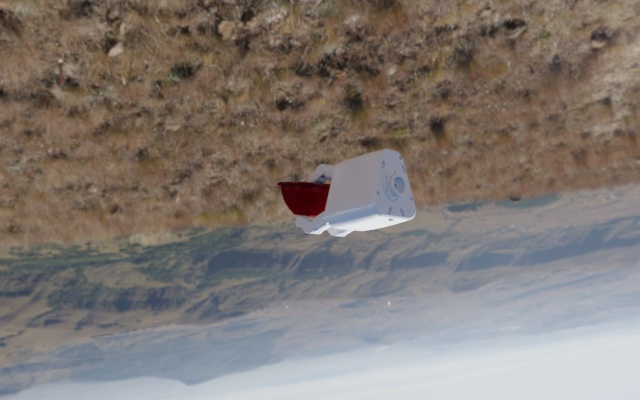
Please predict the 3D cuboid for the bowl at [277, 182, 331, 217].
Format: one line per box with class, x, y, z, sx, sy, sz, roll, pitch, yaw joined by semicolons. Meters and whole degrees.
bowl;0.000;0.003;0.854;0.162;0.055;0.162;6;-3;0
